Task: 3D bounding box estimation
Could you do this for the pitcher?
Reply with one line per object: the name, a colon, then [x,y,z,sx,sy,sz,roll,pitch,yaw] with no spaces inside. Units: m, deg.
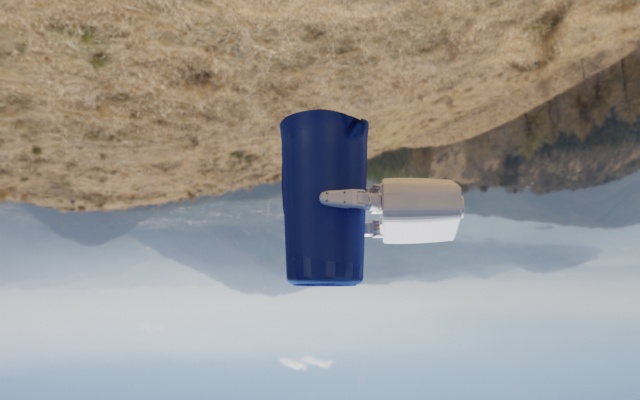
pitcher: [0.000,0.002,0.700,0.145,0.242,0.149,-1,-11,7]
